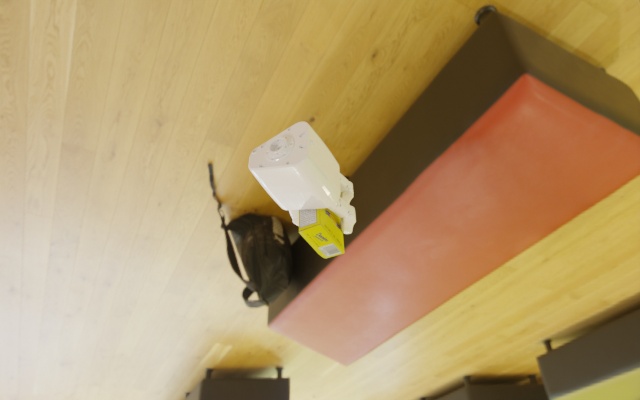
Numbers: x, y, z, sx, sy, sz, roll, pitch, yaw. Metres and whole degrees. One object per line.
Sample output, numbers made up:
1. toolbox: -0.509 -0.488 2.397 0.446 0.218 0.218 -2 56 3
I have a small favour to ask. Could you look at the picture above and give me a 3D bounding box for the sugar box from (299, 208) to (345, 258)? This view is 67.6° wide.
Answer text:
1. sugar box: 0.001 0.003 0.825 0.048 0.176 0.093 -18 -42 20
